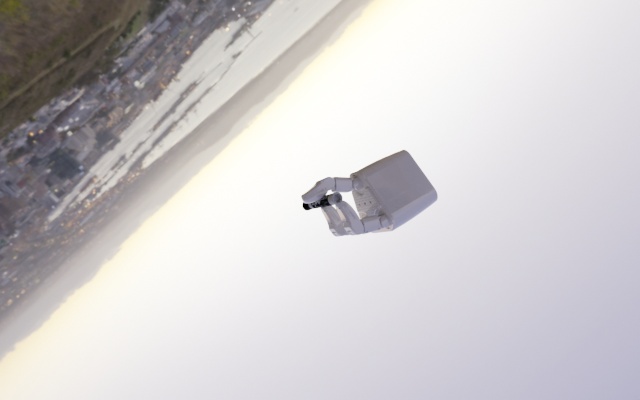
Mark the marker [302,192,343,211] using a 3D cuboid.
[{"bbox_3d":[0.000,0.003,0.767,0.020,0.020,0.121,0,-6,-25],"label":"marker"}]
